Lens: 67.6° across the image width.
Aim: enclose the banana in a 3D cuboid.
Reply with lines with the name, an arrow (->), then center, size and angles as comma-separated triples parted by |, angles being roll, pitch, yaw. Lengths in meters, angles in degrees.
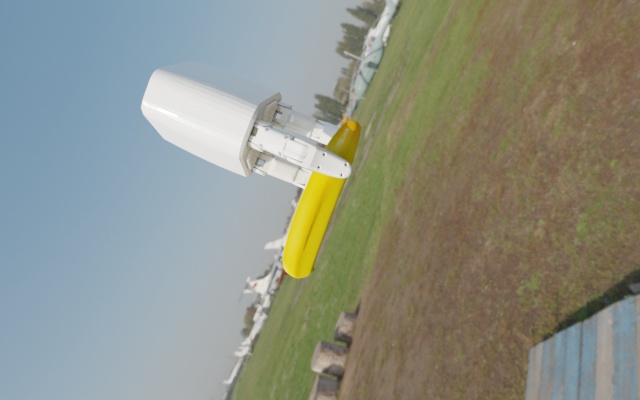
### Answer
banana -> -0.005, 0.013, 0.491 | 0.037, 0.198, 0.069 | 21, 30, 4
